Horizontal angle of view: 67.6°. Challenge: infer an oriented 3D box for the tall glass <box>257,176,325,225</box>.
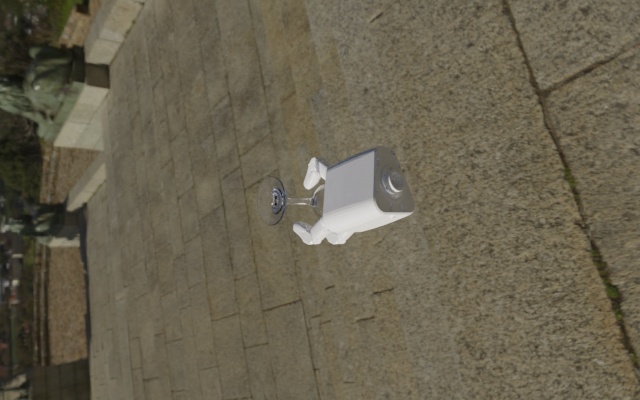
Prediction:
[{"bbox_3d":[-0.001,0.003,0.784,0.201,0.079,0.079,2,-1,-42],"label":"tall glass"}]
